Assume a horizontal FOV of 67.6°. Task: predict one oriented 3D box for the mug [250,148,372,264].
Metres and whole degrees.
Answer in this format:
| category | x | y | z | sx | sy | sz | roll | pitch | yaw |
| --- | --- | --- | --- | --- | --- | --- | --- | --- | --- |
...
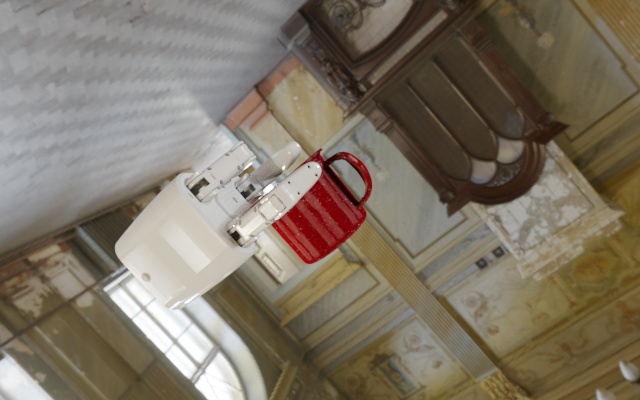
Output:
| category | x | y | z | sx | sy | sz | roll | pitch | yaw |
| --- | --- | --- | --- | --- | --- | --- | --- | --- | --- |
| mug | 0.001 | 0.001 | 0.470 | 0.117 | 0.081 | 0.093 | -38 | 5 | 22 |
